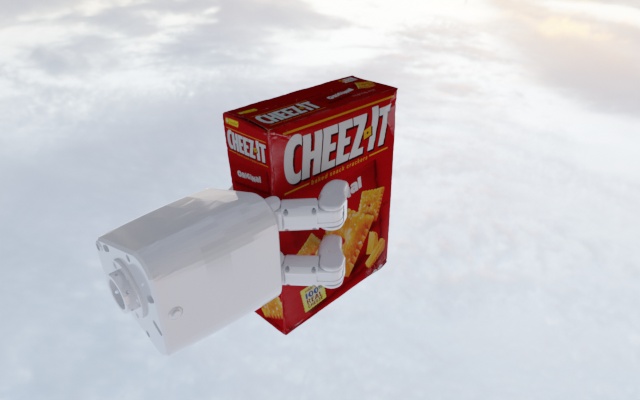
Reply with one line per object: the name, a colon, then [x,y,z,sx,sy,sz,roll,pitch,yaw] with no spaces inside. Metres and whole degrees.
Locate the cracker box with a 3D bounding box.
cracker box: [0.000,0.002,0.477,0.164,0.214,0.072,-27,39,-37]
